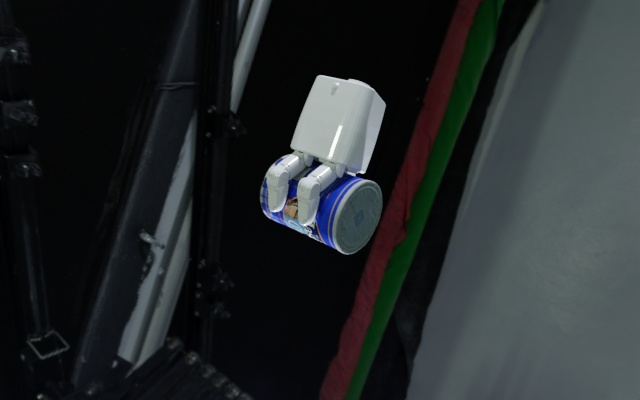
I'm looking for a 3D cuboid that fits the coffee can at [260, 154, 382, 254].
[{"bbox_3d":[0.000,0.002,0.669,0.140,0.103,0.103,22,13,35],"label":"coffee can"}]
